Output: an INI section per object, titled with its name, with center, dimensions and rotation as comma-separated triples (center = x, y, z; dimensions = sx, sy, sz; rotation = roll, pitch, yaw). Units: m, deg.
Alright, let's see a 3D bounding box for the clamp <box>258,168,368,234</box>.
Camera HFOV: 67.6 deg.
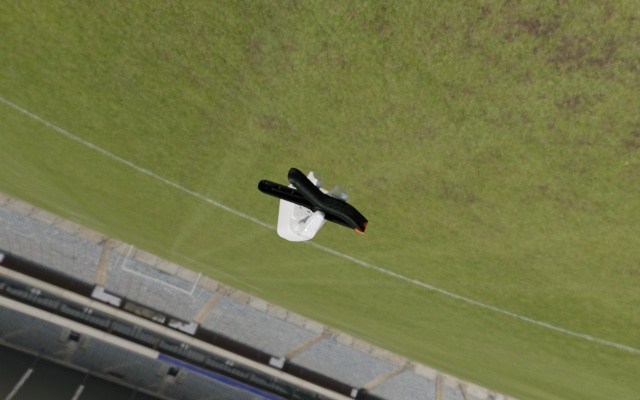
[clamp]
center = 0.000, 0.004, 0.846
dimensions = 0.210, 0.036, 0.164
rotation = 26, -15, -14
